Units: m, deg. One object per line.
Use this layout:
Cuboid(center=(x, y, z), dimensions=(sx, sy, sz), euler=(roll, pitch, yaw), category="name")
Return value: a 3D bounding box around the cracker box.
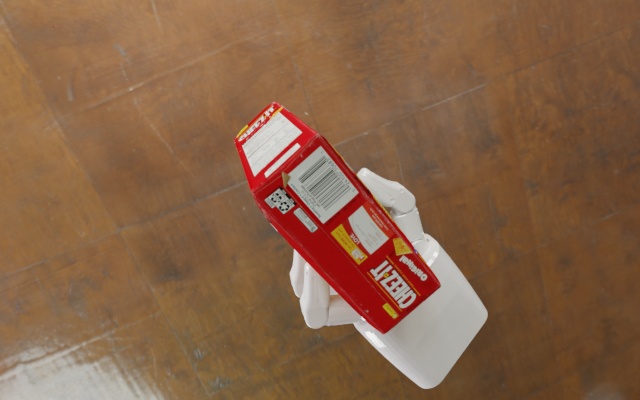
Cuboid(center=(0.000, 0.001, 0.445), dimensions=(0.072, 0.164, 0.213), euler=(-41, 22, 1), category="cracker box")
